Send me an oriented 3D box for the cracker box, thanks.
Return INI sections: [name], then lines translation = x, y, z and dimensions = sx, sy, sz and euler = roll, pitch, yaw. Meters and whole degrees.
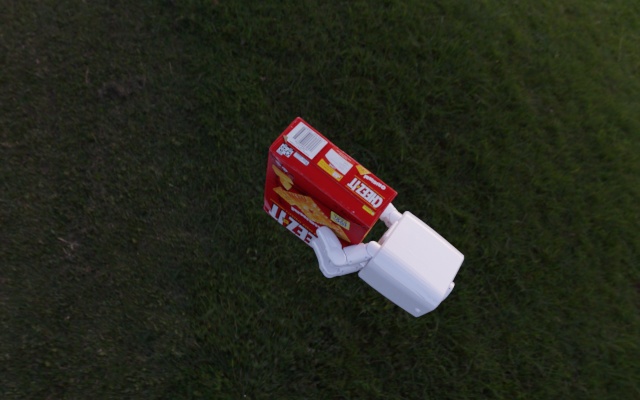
[cracker box]
translation = 0.000, 0.002, 0.687
dimensions = 0.164, 0.072, 0.214
euler = 38, -23, 7
